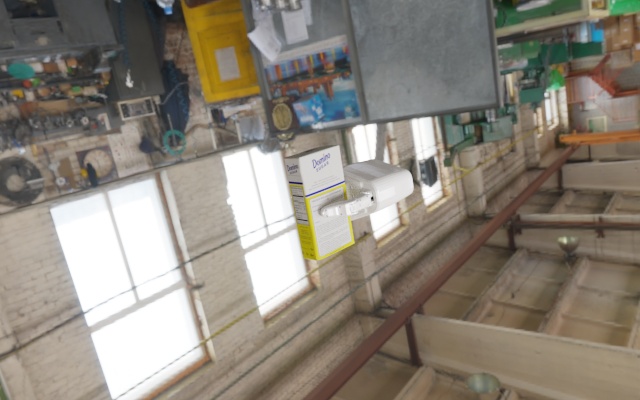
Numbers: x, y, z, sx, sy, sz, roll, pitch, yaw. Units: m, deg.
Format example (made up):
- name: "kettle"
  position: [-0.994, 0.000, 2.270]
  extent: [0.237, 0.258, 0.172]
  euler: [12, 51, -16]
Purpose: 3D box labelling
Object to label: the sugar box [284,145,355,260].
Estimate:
- name: "sugar box"
  position: [0.000, 0.003, 0.798]
  extent: [0.093, 0.176, 0.048]
  euler: [-21, 16, -40]
